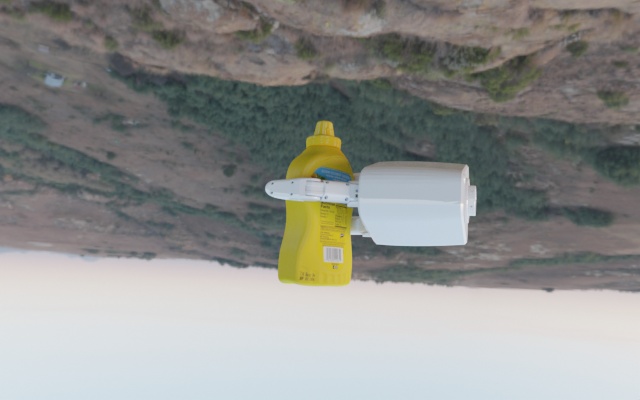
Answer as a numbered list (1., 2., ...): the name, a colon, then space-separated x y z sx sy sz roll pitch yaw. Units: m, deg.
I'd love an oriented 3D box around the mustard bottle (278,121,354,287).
1. mustard bottle: 0.000 0.002 0.556 0.058 0.191 0.096 -3 -10 44
